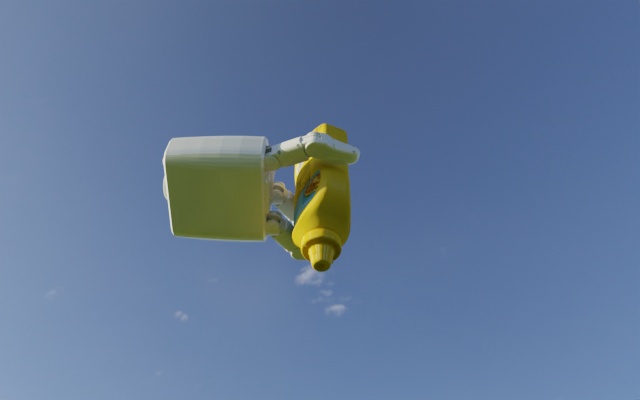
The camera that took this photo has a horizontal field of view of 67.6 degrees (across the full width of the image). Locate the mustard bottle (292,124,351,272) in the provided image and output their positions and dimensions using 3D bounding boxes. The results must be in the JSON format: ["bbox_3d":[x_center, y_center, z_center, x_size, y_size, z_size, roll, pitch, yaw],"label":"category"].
[{"bbox_3d":[0.000,0.002,0.534,0.058,0.096,0.191,19,38,-15],"label":"mustard bottle"}]
